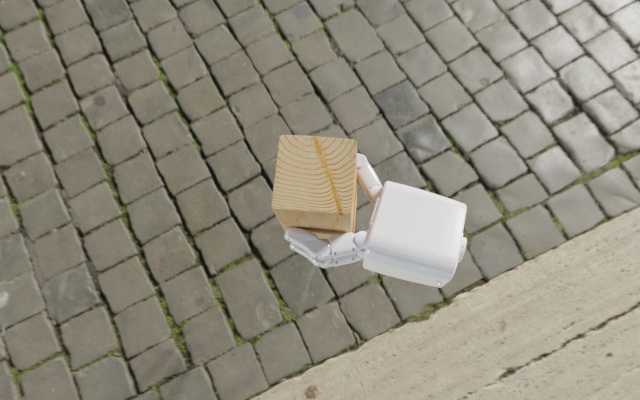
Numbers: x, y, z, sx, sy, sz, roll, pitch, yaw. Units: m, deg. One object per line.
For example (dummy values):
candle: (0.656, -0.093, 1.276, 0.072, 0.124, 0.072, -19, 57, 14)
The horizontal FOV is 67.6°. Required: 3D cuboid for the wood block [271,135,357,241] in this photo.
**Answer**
wood block: (0.001, 0.002, 0.621, 0.090, 0.090, 0.206, 4, -18, 5)
